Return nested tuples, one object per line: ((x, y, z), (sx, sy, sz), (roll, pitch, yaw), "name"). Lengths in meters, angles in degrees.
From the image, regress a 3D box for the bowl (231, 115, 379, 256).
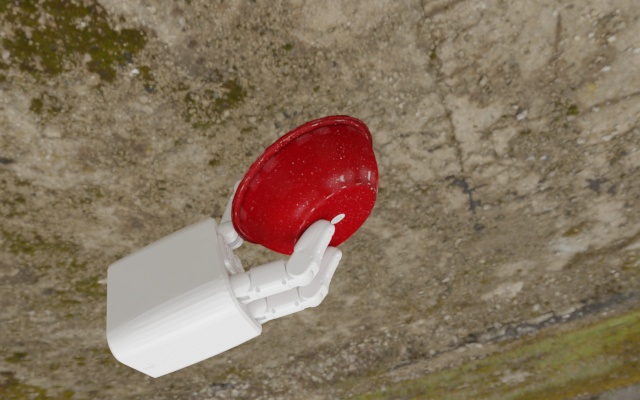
((0.001, 0.001, 0.449), (0.162, 0.162, 0.055), (0, 41, -49), "bowl")
